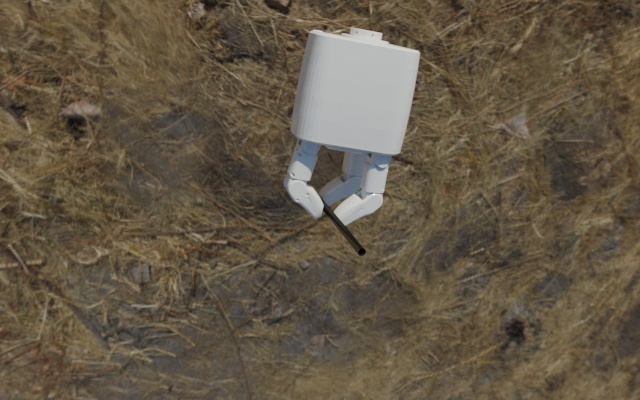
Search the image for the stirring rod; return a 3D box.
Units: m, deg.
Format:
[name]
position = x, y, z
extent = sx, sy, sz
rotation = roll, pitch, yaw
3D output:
[stirring rod]
position = 0.000, 0.002, 0.550
extent = 0.011, 0.011, 0.239
rotation = 0, 23, -20
